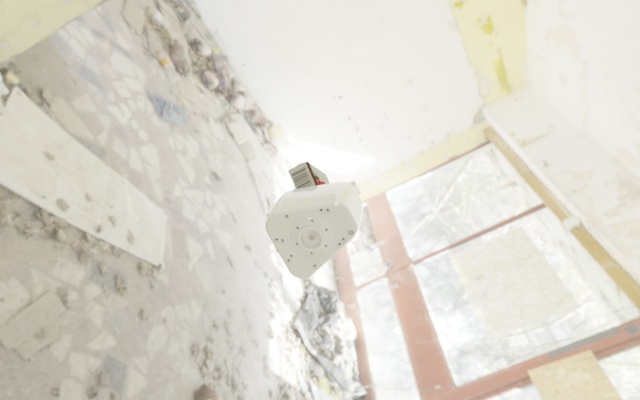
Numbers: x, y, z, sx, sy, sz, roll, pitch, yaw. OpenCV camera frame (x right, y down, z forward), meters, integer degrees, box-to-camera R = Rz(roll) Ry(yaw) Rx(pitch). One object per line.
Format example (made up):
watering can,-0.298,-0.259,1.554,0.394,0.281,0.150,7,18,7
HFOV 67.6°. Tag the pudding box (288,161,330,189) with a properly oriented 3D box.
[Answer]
pudding box,0.000,0.002,0.748,0.039,0.113,0.090,-26,-18,13
